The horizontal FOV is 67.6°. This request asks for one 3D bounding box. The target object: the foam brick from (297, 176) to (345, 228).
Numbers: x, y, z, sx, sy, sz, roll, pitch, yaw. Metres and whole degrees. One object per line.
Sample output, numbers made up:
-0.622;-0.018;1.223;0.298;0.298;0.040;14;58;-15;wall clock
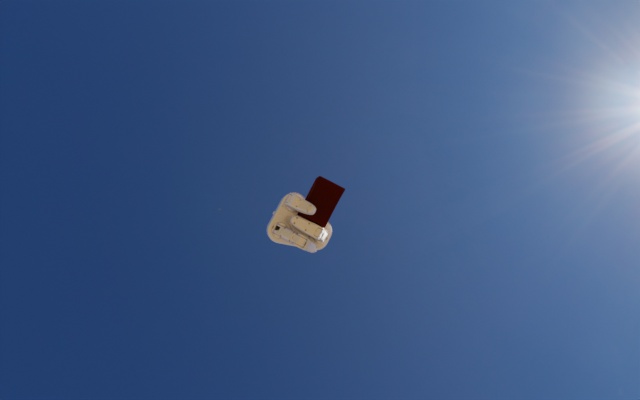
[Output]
0.000;0.003;0.848;0.053;0.078;0.051;29;-6;-5;foam brick
